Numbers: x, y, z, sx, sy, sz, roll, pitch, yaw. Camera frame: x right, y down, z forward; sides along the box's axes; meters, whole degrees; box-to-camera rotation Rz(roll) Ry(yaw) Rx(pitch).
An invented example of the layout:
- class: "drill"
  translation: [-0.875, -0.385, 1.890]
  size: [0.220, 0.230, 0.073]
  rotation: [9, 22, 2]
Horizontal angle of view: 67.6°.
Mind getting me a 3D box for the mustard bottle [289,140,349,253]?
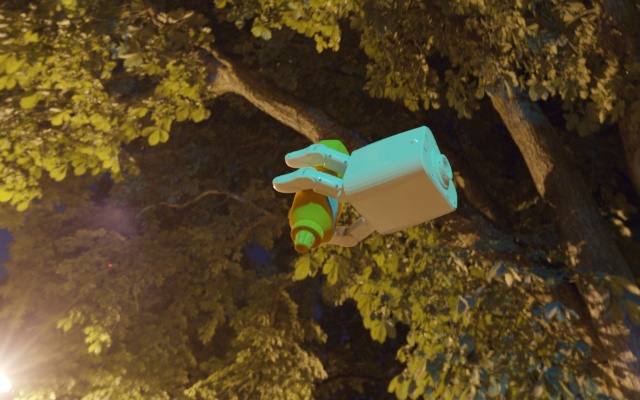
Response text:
- class: "mustard bottle"
  translation: [0.000, 0.002, 0.660]
  size: [0.058, 0.096, 0.191]
  rotation: [2, 37, 15]
